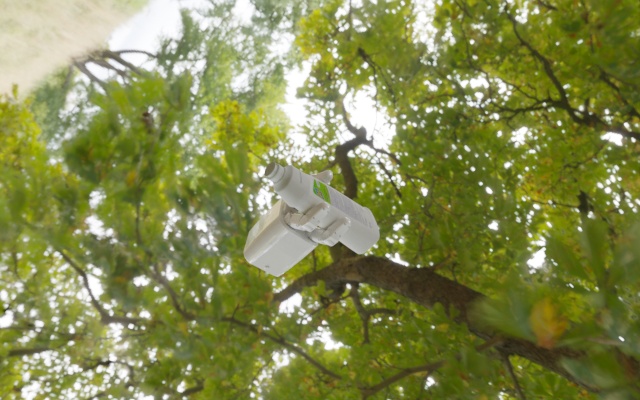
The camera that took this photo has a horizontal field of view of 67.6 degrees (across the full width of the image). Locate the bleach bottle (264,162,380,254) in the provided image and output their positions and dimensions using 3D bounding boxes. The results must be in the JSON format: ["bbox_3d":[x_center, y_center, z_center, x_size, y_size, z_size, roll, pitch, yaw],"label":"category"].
[{"bbox_3d":[0.000,0.003,0.861,0.251,0.068,0.102,35,22,-33],"label":"bleach bottle"}]
